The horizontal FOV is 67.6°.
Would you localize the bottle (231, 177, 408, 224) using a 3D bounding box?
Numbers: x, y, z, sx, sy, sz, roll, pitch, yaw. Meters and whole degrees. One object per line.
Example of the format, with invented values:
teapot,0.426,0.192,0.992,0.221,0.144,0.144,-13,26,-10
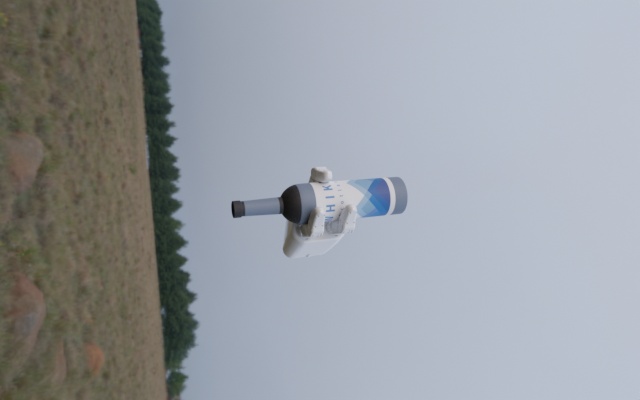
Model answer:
bottle,0.000,0.003,0.799,0.296,0.069,0.069,-5,2,-19
